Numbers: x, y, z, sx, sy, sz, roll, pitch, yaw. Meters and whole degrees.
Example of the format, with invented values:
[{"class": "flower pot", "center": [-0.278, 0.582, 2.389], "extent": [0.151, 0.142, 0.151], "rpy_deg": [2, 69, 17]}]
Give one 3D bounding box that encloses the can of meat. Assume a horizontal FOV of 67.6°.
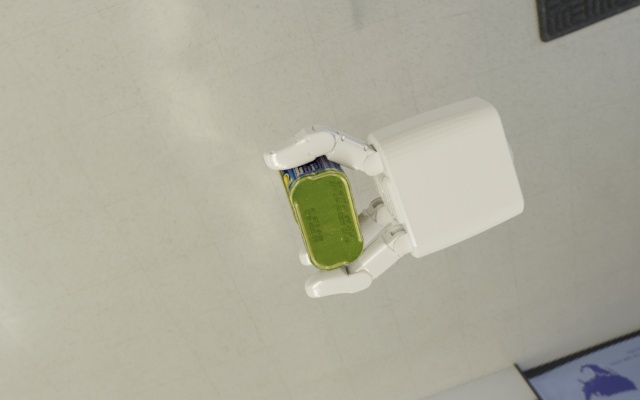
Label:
[{"class": "can of meat", "center": [0.000, 0.002, 0.439], "extent": [0.057, 0.102, 0.084], "rpy_deg": [-18, 29, -3]}]
